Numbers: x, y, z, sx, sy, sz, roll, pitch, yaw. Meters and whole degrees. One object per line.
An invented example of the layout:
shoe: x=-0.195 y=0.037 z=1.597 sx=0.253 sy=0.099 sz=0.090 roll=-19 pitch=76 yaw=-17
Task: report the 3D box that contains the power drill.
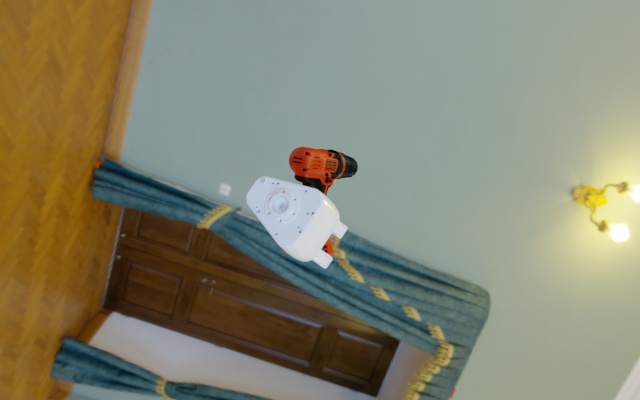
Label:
power drill: x=0.000 y=0.003 z=0.836 sx=0.057 sy=0.187 sz=0.184 roll=11 pitch=5 yaw=34
